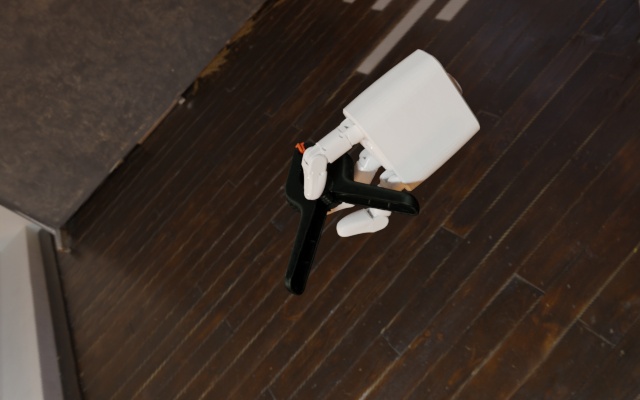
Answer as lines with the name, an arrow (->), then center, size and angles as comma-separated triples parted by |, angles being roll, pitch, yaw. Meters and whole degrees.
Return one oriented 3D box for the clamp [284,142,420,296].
clamp -> 0.000, 0.001, 0.558 | 0.036, 0.164, 0.210 | 47, 5, -40
